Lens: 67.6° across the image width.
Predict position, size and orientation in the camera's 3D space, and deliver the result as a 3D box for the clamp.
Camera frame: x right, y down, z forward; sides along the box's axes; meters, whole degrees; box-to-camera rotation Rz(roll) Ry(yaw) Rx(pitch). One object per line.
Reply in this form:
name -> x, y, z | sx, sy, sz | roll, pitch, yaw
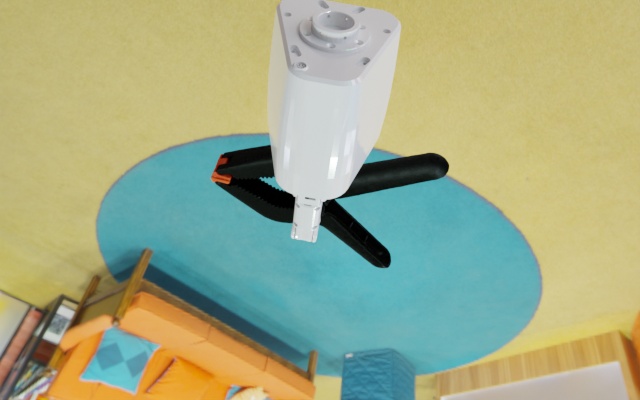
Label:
clamp -> -0.001, 0.002, 0.469 | 0.210, 0.036, 0.165 | 10, -43, 1
